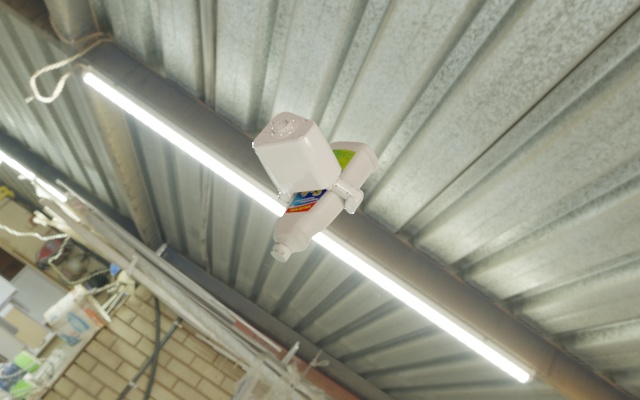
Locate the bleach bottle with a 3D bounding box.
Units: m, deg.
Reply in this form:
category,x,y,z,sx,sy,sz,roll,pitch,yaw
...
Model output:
category,x,y,z,sx,sy,sz,roll,pitch,yaw
bleach bottle,0.000,0.003,0.834,0.102,0.250,0.068,9,-37,39
